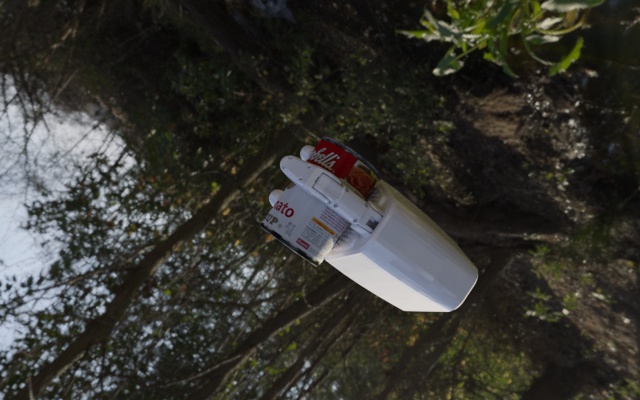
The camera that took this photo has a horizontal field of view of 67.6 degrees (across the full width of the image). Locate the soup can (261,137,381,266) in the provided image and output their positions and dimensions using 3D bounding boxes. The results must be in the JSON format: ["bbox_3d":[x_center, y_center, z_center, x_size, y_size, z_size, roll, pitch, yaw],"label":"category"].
[{"bbox_3d":[0.000,0.001,0.446,0.068,0.102,0.068,35,-5,4],"label":"soup can"}]
